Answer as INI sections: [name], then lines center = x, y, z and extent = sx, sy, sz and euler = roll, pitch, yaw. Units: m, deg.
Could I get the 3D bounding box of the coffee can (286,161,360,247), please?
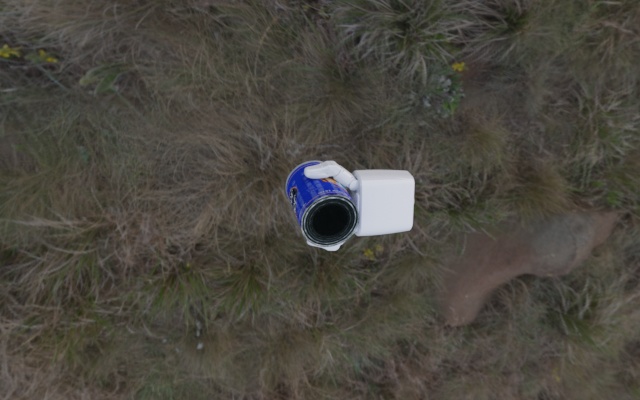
[coffee can]
center = 0.000, 0.003, 0.856
extent = 0.103, 0.103, 0.140
euler = 0, 28, -16
